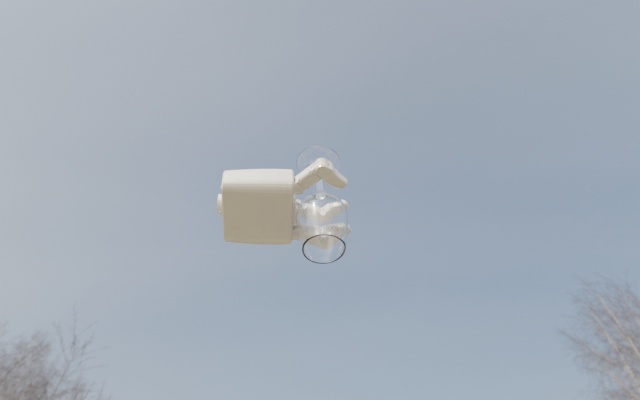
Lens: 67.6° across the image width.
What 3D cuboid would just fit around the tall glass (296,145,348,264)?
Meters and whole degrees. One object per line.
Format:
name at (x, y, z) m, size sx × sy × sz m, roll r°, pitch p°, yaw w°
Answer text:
tall glass at (0.000, 0.002, 0.742) m, size 0.079 × 0.079 × 0.200 m, roll 0°, pitch 42°, yaw -4°
